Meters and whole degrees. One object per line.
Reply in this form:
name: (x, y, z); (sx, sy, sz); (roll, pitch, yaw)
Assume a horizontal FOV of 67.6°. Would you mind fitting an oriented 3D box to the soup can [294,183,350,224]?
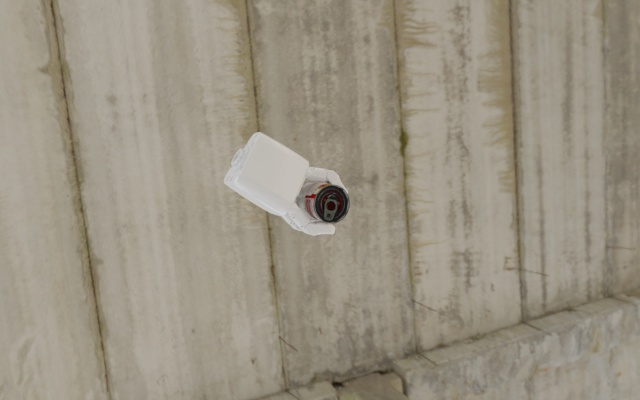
soup can: (0.000, 0.003, 0.866); (0.068, 0.068, 0.102); (0, 4, -24)
